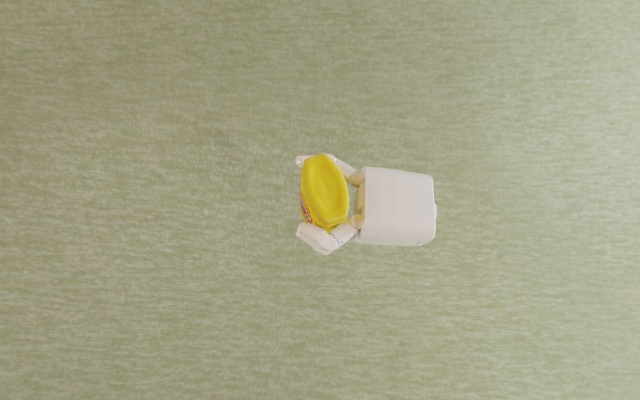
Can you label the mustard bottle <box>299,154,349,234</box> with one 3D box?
[{"bbox_3d":[0.000,0.002,0.719,0.058,0.096,0.192,-19,-10,-8],"label":"mustard bottle"}]
